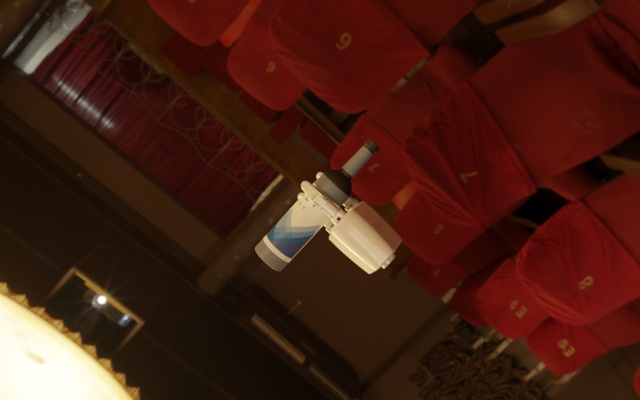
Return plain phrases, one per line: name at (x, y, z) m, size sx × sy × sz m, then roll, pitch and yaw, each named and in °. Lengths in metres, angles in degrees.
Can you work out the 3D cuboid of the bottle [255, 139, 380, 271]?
bottle at (0.000, 0.003, 0.889) m, size 0.069 × 0.296 × 0.069 m, roll 42°, pitch 5°, yaw -5°
